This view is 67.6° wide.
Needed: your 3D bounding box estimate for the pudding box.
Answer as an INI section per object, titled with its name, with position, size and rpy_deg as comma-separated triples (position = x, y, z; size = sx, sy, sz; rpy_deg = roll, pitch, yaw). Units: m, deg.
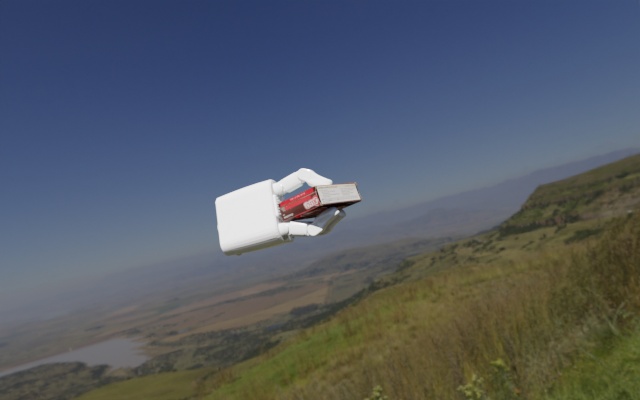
[pudding box]
position = 0.000, 0.002, 0.797
size = 0.090, 0.039, 0.113
rpy_deg = -23, -8, 39
